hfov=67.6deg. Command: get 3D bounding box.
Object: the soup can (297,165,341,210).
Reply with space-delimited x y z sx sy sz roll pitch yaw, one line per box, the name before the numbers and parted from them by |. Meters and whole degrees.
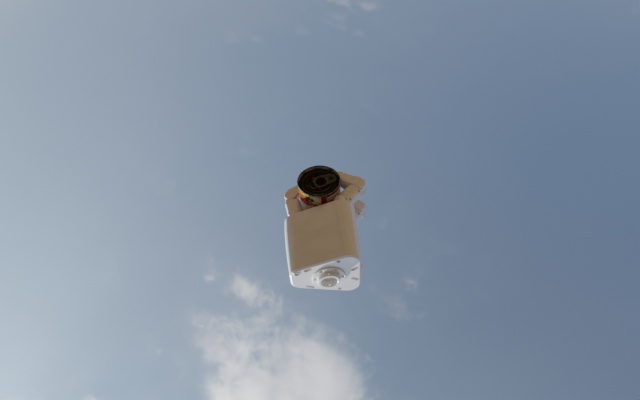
soup can | 0.000 0.002 0.781 0.068 0.068 0.102 0 -42 4
